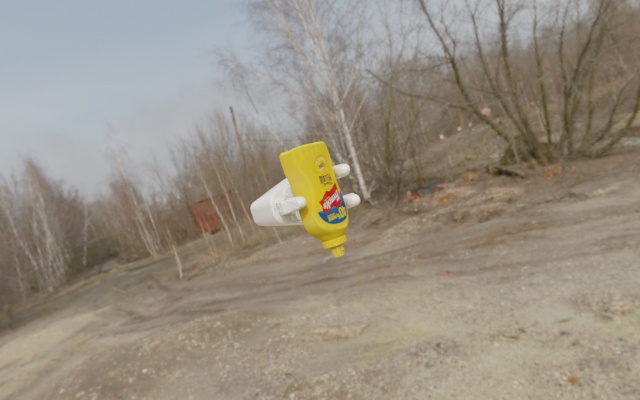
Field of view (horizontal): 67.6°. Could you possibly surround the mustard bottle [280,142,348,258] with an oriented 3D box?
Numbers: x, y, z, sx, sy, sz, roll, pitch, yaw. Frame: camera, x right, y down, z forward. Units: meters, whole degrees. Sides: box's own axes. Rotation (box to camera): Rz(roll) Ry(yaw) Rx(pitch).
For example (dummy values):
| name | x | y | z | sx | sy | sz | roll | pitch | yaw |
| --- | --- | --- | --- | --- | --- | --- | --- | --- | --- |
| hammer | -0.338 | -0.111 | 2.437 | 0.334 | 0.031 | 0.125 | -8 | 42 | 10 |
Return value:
| name | x | y | z | sx | sy | sz | roll | pitch | yaw |
| --- | --- | --- | --- | --- | --- | --- | --- | --- | --- |
| mustard bottle | 0.000 | 0.002 | 0.790 | 0.058 | 0.191 | 0.096 | -17 | 3 | 36 |
